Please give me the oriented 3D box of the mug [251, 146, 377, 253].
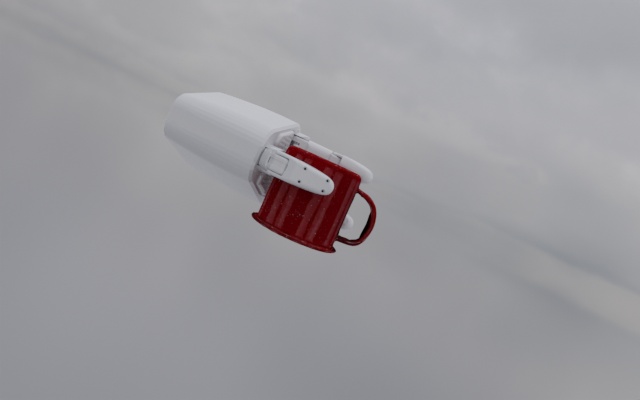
[{"bbox_3d":[0.001,0.002,0.477,0.117,0.081,0.093,25,4,8],"label":"mug"}]
